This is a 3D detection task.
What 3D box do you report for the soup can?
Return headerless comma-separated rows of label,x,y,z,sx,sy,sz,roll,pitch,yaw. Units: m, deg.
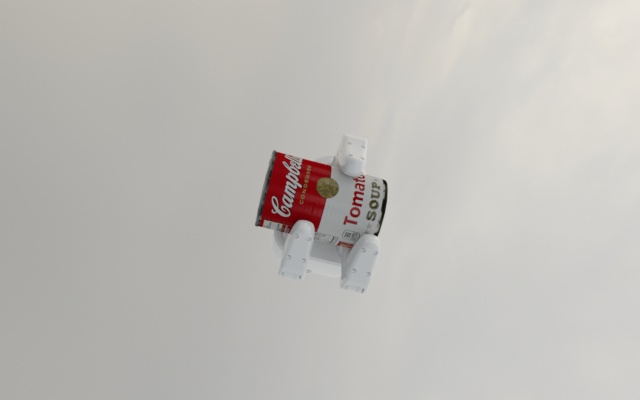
soup can,0.000,0.001,0.417,0.102,0.068,0.068,14,-1,-5
